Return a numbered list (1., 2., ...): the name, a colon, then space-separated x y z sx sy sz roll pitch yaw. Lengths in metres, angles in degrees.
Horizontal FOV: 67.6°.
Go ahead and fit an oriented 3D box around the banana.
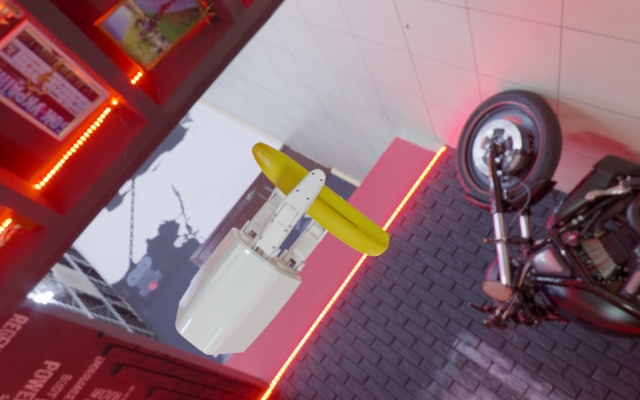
1. banana: 0.008 0.008 0.508 0.198 0.037 0.069 37 2 -21
